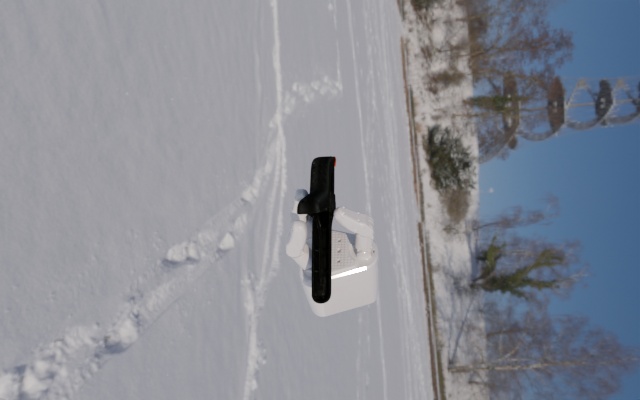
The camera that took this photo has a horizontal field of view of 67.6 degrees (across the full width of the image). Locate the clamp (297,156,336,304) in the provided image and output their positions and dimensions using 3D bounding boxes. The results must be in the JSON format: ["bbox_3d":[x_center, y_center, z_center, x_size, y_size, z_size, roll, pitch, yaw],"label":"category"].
[{"bbox_3d":[0.001,0.002,0.616,0.036,0.209,0.165,-1,-43,7],"label":"clamp"}]
